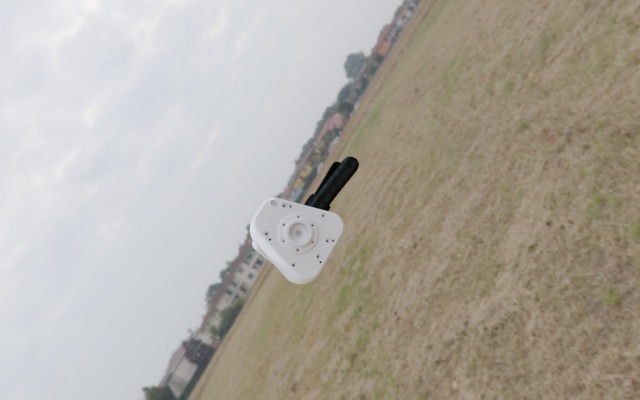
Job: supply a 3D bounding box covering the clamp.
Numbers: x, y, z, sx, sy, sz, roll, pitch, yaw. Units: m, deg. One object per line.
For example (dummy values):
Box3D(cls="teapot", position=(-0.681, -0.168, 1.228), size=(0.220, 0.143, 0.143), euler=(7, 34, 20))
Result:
Box3D(cls="clamp", position=(-0.001, 0.002, 0.719), size=(0.039, 0.171, 0.120), euler=(32, -13, -2))
